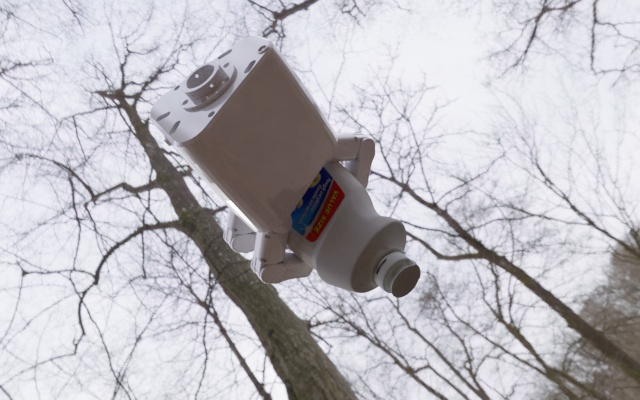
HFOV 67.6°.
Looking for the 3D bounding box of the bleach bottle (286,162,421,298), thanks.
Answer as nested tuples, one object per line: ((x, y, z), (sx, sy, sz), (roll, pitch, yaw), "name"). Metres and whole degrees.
((0.000, 0.002, 0.441), (0.250, 0.102, 0.068), (37, -11, 46), "bleach bottle")
